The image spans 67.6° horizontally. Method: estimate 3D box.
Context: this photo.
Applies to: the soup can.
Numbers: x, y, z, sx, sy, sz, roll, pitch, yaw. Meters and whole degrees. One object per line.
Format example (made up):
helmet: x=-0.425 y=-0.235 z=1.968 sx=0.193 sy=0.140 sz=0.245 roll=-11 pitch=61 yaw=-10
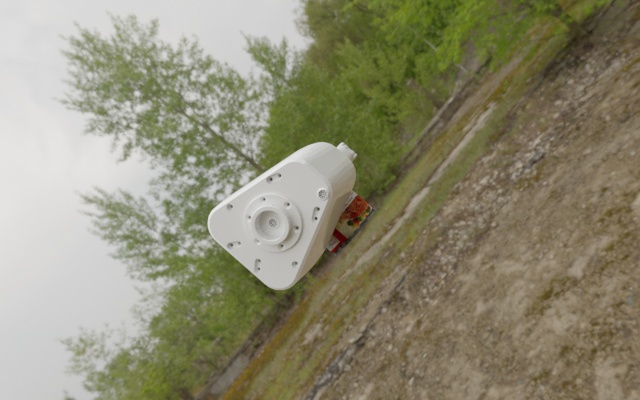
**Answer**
soup can: x=0.000 y=0.001 z=0.526 sx=0.102 sy=0.068 sz=0.068 roll=41 pitch=1 yaw=1
